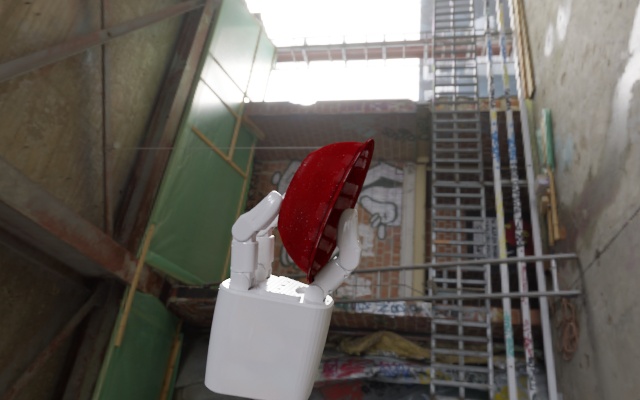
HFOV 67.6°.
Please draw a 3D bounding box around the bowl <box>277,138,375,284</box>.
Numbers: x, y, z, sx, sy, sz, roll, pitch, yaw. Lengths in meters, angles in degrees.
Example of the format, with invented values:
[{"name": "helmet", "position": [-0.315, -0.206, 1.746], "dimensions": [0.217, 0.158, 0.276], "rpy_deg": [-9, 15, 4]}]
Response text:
[{"name": "bowl", "position": [0.000, 0.000, 0.496], "dimensions": [0.055, 0.162, 0.162], "rpy_deg": [24, 4, 10]}]
